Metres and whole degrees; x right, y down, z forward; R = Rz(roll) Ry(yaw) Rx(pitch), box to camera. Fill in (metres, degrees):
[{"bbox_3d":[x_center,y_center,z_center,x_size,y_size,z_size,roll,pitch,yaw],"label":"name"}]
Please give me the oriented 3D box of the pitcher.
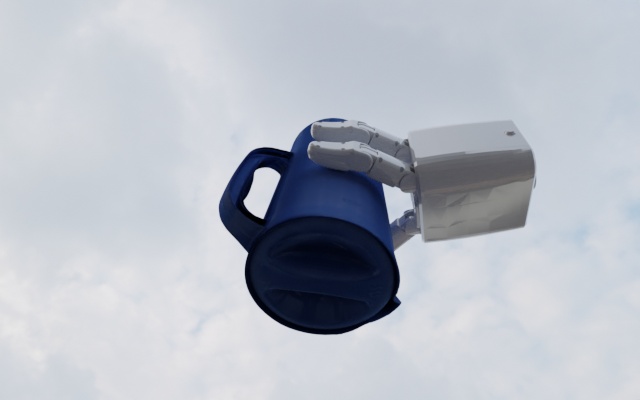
[{"bbox_3d":[0.000,0.002,0.497,0.145,0.149,0.242,-9,31,10],"label":"pitcher"}]
